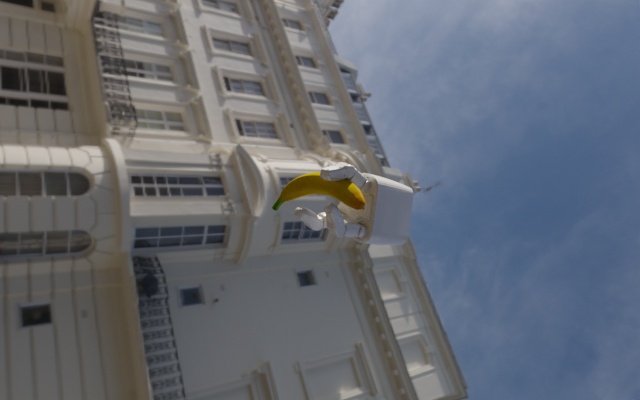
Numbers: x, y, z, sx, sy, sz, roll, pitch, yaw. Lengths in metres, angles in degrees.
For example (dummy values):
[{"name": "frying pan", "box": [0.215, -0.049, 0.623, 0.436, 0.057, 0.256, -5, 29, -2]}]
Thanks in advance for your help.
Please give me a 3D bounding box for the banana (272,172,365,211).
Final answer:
[{"name": "banana", "box": [0.000, -0.015, 0.792, 0.198, 0.069, 0.037, -3, -17, 43]}]
